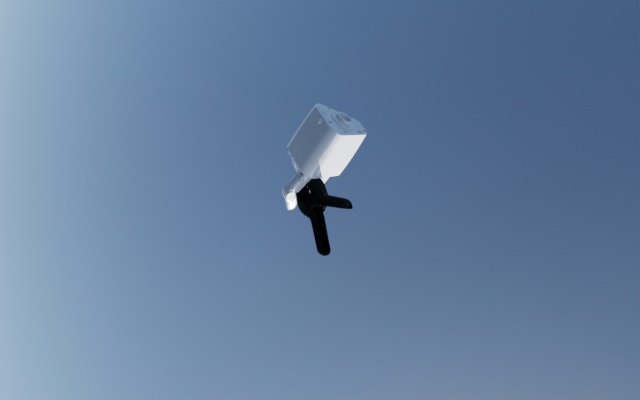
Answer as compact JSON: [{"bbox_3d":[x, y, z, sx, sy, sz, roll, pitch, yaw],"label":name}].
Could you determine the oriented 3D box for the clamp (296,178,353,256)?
[{"bbox_3d":[0.001,0.003,0.884,0.039,0.171,0.120,7,-49,-40],"label":"clamp"}]
